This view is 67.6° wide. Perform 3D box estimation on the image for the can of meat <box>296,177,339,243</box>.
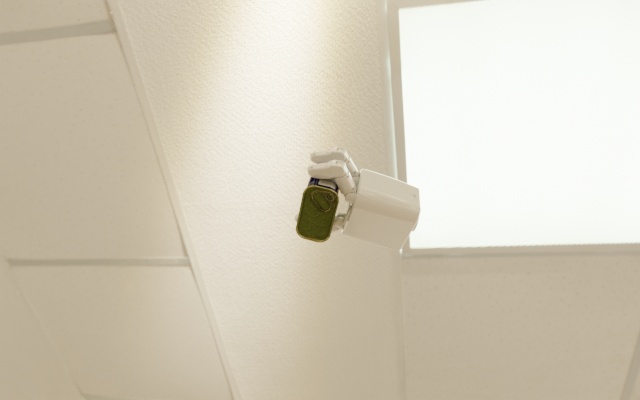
[{"bbox_3d":[0.000,0.002,0.785,0.057,0.102,0.084,14,32,2],"label":"can of meat"}]
